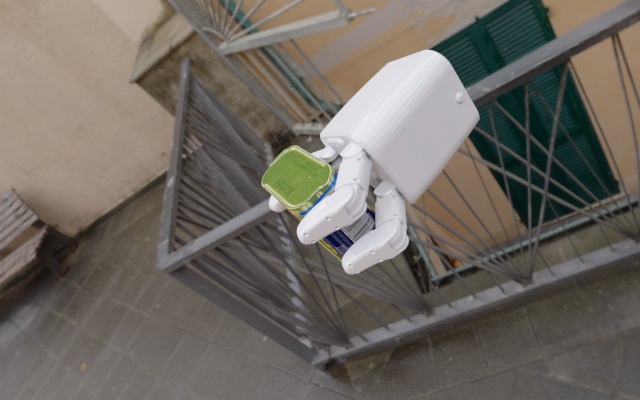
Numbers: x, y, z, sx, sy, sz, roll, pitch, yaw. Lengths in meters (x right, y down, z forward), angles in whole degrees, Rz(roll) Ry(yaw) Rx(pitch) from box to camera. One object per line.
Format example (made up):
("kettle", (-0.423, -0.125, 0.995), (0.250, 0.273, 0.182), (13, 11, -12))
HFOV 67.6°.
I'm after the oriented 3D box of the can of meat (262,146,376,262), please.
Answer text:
("can of meat", (0.000, 0.001, 0.446), (0.084, 0.057, 0.102), (45, -5, -34))
